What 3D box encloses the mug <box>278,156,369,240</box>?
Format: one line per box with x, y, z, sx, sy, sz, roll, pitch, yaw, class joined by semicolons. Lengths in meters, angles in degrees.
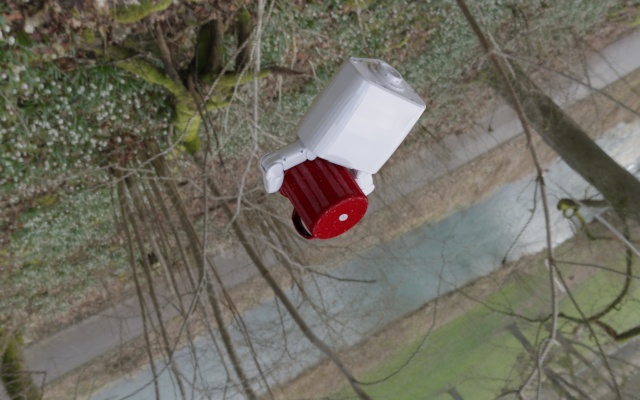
-0.001;0.003;0.600;0.093;0.081;0.117;-1;-43;-44;mug
